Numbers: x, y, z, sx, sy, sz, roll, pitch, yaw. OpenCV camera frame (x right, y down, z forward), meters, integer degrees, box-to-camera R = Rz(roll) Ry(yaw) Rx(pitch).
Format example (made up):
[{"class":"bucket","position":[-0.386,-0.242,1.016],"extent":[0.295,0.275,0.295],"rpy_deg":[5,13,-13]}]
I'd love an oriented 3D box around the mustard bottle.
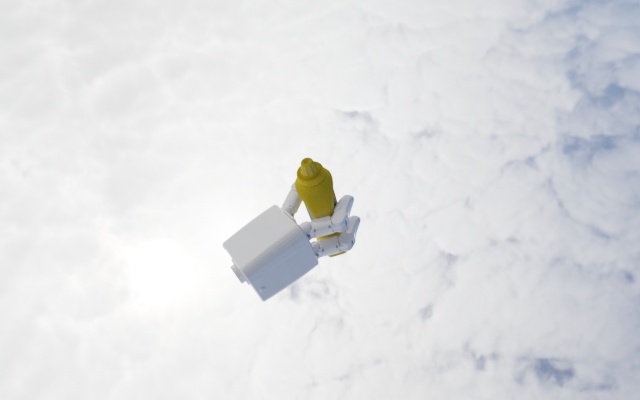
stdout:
[{"class":"mustard bottle","position":[0.000,0.002,0.749],"extent":[0.058,0.096,0.192],"rpy_deg":[-16,-40,3]}]
